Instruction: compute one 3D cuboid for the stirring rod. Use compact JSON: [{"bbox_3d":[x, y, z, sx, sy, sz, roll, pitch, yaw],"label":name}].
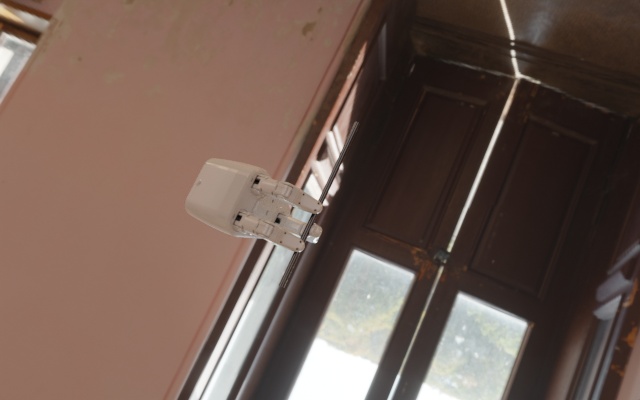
[{"bbox_3d":[0.000,0.002,0.627,0.011,0.239,0.011,24,-10,5],"label":"stirring rod"}]
